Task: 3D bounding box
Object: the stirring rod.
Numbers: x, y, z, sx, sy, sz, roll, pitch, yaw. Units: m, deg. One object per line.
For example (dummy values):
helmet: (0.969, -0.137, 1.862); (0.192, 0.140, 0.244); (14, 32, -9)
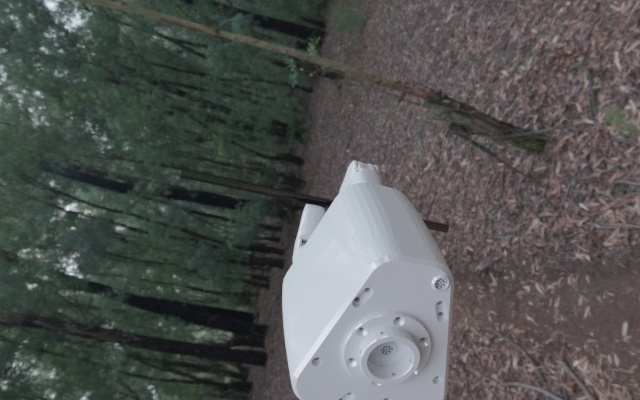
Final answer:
stirring rod: (0.000, 0.001, 0.419); (0.239, 0.011, 0.011); (12, -2, -9)
